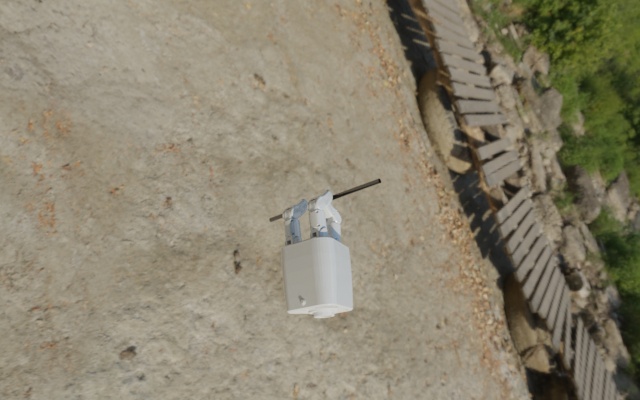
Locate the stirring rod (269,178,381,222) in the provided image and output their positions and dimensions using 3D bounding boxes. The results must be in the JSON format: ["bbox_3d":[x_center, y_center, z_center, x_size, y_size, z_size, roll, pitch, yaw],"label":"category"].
[{"bbox_3d":[0.000,0.003,0.814,0.239,0.011,0.011,-20,-12,35],"label":"stirring rod"}]
